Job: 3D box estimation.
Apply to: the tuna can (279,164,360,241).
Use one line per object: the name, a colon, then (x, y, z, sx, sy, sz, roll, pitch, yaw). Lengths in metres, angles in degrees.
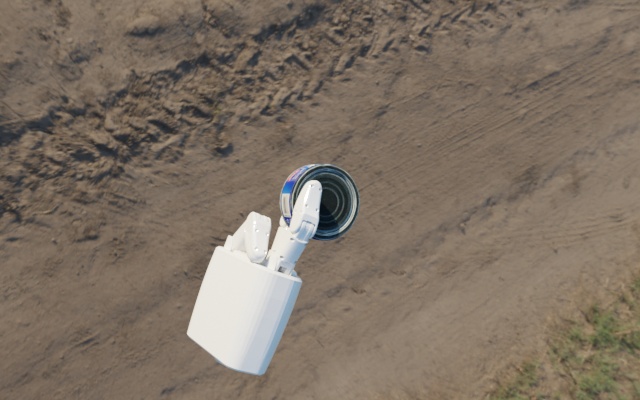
tuna can: (0.000, 0.002, 0.531, 0.086, 0.086, 0.034, 0, 1, -25)
